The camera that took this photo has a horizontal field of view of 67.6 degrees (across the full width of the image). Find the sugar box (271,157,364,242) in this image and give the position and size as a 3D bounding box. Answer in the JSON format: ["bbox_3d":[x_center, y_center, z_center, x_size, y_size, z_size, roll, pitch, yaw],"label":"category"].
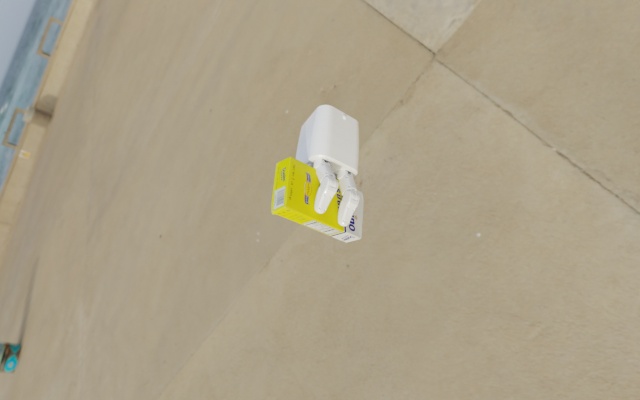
[{"bbox_3d":[0.000,0.002,0.814,0.176,0.093,0.048,22,-28,-35],"label":"sugar box"}]
